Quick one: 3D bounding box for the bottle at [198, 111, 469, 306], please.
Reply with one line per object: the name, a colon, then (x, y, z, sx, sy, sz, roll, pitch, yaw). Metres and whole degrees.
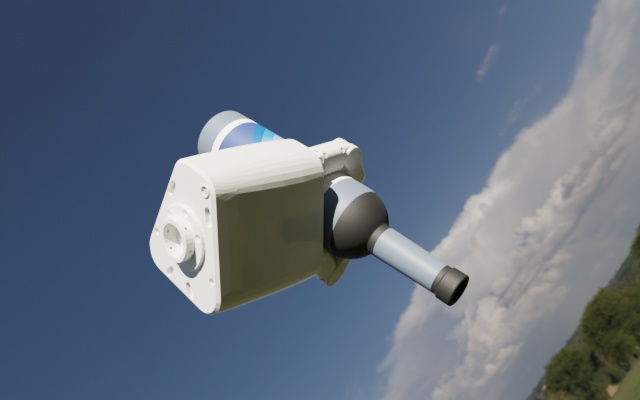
bottle: (0.000, 0.001, 0.438, 0.295, 0.069, 0.069, 33, 19, 32)
